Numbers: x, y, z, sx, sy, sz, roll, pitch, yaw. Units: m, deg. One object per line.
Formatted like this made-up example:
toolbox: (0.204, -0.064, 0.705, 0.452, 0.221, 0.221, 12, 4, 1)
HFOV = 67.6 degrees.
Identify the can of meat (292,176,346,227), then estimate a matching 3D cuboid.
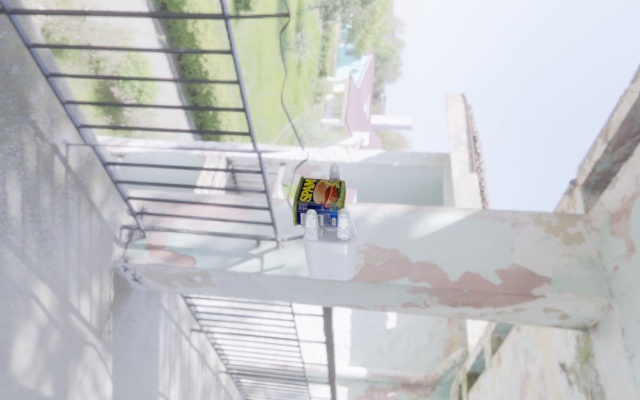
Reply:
can of meat: (0.000, 0.003, 0.854, 0.084, 0.057, 0.102, 4, 37, 7)
